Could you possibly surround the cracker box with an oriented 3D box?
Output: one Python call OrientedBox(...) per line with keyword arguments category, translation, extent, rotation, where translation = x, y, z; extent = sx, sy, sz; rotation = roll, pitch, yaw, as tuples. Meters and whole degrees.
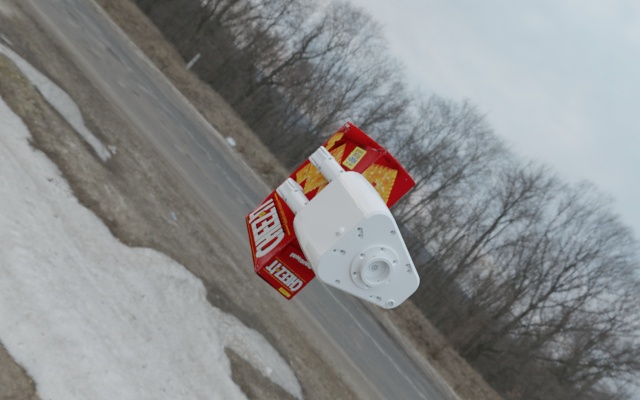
OrientedBox(category="cracker box", translation=(0.000, 0.002, 0.636), extent=(0.072, 0.214, 0.164), rotation=(45, 7, -25))
